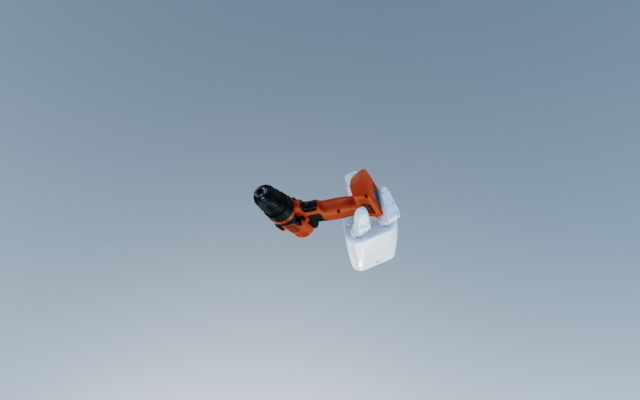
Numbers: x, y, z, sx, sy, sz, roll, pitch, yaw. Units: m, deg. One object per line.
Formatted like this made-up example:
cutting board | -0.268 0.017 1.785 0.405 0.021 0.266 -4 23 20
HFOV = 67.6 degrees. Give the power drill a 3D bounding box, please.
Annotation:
power drill | 0.001 0.003 0.811 0.187 0.057 0.184 -13 -24 18
